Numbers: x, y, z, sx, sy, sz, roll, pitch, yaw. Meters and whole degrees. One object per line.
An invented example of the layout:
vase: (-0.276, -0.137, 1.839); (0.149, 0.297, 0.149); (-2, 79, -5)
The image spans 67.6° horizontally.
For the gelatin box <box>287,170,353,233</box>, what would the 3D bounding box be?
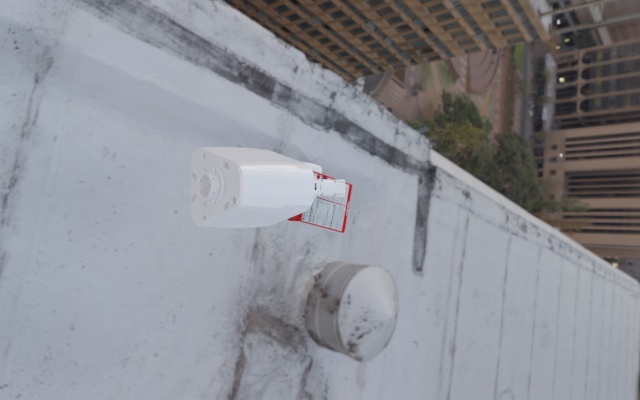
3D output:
gelatin box: (0.001, 0.002, 0.672); (0.089, 0.073, 0.030); (17, -11, -39)
